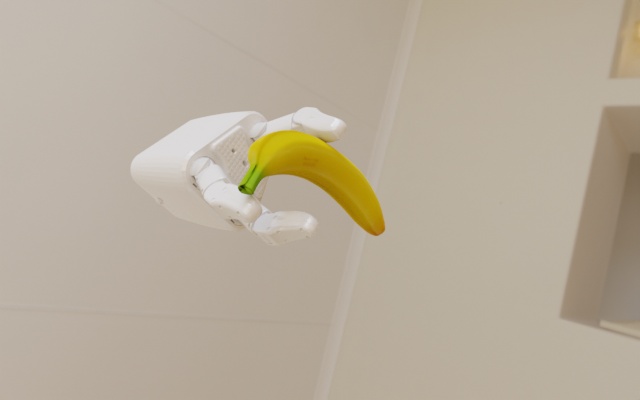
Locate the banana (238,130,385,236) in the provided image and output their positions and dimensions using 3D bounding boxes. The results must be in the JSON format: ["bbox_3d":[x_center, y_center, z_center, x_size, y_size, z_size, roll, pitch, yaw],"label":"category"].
[{"bbox_3d":[0.001,-0.018,0.424,0.037,0.069,0.198,1,-12,40],"label":"banana"}]
